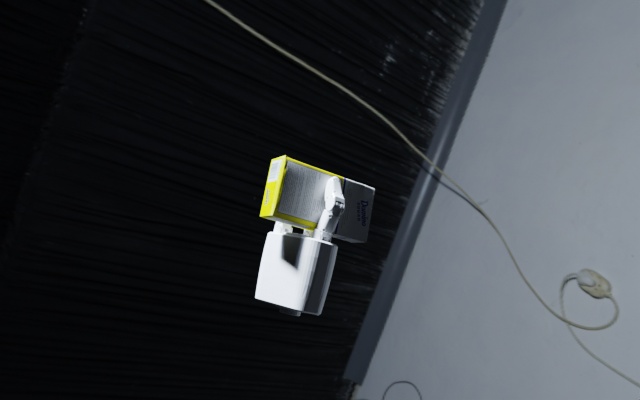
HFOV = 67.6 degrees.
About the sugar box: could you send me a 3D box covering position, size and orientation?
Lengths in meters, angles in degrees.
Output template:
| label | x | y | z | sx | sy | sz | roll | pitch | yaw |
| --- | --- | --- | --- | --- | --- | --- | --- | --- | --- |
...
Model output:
| label | x | y | z | sx | sy | sz | roll | pitch | yaw |
| --- | --- | --- | --- | --- | --- | --- | --- | --- | --- |
| sugar box | 0.000 | 0.003 | 0.739 | 0.176 | 0.093 | 0.048 | 19 | -14 | -34 |
